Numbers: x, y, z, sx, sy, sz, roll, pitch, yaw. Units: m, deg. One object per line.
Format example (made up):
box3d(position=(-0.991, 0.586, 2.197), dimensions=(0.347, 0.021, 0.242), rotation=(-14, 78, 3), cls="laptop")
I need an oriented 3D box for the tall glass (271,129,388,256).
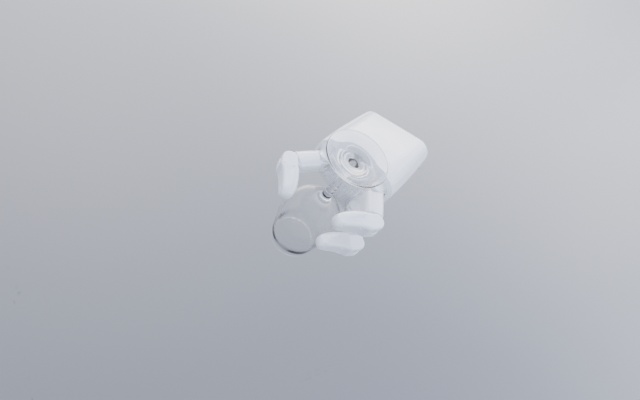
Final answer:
box3d(position=(0.000, 0.002, 0.585), dimensions=(0.079, 0.079, 0.201), rotation=(0, -29, -28), cls="tall glass")
